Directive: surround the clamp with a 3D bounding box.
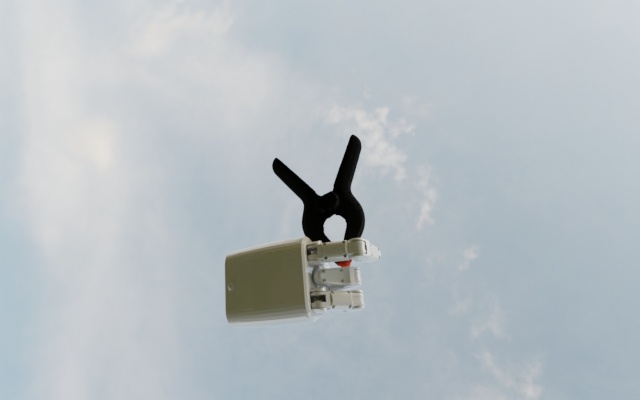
[{"bbox_3d":[0.000,0.002,0.606,0.120,0.171,0.039,-10,-23,14],"label":"clamp"}]
